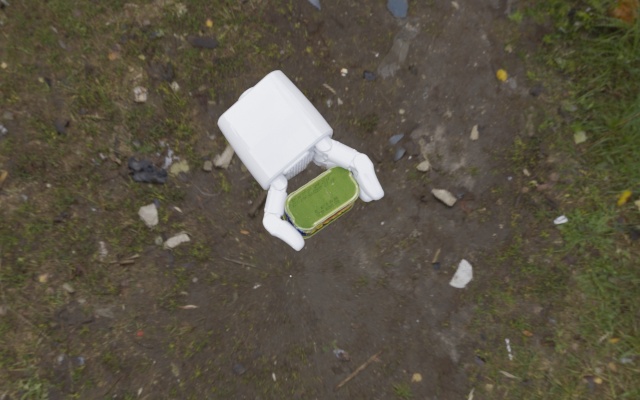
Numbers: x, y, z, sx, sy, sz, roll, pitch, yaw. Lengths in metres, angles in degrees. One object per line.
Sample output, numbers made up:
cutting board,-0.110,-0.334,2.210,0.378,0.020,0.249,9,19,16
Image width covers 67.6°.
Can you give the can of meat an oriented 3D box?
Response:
can of meat,0.000,0.002,0.629,0.102,0.057,0.084,-34,-6,-8
